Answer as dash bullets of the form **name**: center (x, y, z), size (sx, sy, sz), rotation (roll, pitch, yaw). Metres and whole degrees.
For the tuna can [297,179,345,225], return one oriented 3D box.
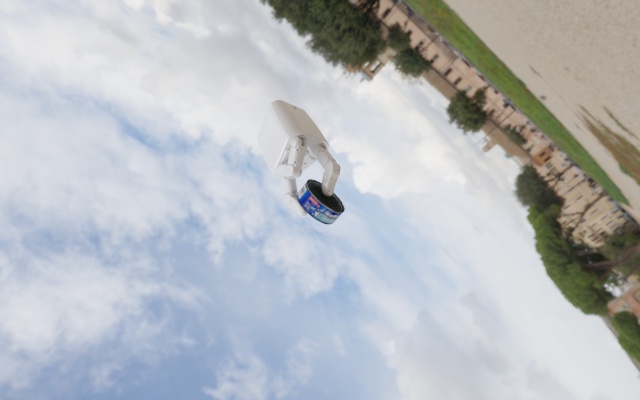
- **tuna can**: center (0.000, 0.003, 0.850), size (0.086, 0.034, 0.086), rotation (35, 21, -15)
